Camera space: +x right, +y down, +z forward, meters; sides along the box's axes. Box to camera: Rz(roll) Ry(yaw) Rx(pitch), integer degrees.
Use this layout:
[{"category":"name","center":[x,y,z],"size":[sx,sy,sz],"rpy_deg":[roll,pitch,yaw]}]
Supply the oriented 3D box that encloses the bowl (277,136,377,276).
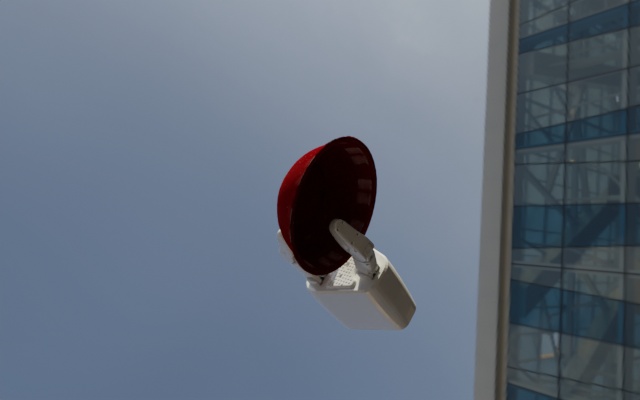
[{"category":"bowl","center":[-0.001,0.001,0.554],"size":[0.055,0.162,0.162],"rpy_deg":[17,10,35]}]
